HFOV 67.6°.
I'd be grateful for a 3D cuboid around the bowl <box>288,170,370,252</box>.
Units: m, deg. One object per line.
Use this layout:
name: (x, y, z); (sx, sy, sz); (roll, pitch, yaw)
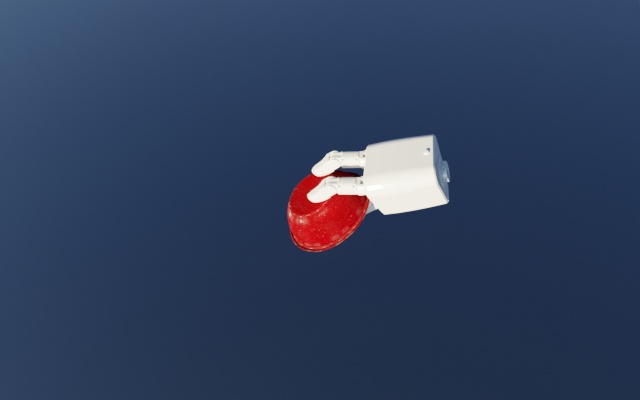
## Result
bowl: (-0.001, 0.003, 0.799); (0.162, 0.162, 0.055); (0, -34, 42)
